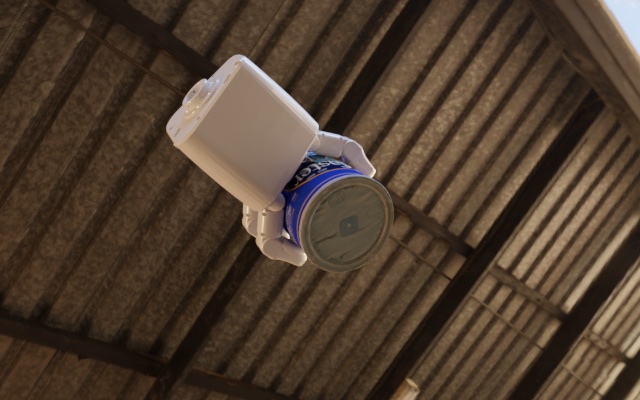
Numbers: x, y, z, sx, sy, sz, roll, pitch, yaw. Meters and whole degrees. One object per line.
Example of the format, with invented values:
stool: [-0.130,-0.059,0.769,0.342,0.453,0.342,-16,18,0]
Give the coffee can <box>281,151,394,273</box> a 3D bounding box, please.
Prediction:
coffee can: [0.000,0.002,0.526,0.103,0.103,0.140,0,20,-26]
